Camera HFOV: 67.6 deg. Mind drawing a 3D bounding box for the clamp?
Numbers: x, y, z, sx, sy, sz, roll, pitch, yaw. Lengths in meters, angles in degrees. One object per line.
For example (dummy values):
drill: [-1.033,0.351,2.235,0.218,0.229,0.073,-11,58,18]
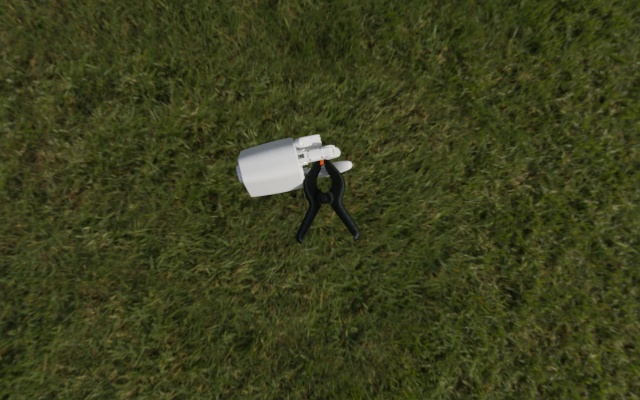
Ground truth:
clamp: [0.000,0.003,0.899,0.120,0.171,0.039,-13,-1,-2]
